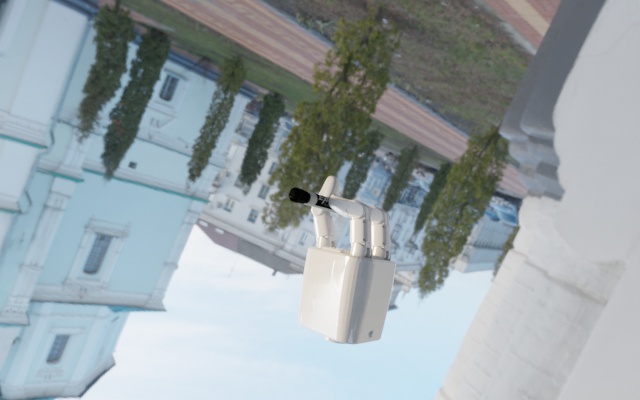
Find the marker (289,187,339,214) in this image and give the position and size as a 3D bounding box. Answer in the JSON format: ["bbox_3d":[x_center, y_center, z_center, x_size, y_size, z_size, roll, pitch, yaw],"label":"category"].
[{"bbox_3d":[0.000,0.002,0.623,0.020,0.020,0.121,0,-10,35],"label":"marker"}]
